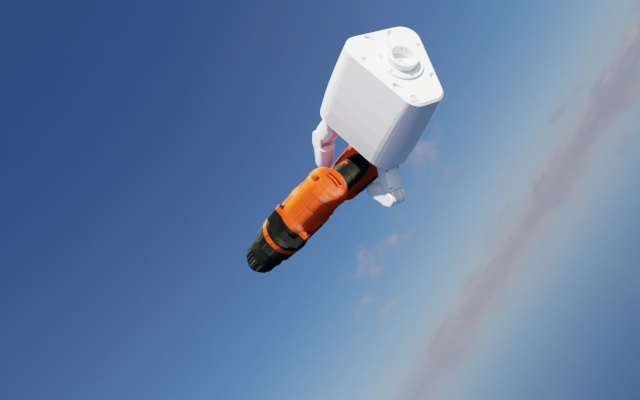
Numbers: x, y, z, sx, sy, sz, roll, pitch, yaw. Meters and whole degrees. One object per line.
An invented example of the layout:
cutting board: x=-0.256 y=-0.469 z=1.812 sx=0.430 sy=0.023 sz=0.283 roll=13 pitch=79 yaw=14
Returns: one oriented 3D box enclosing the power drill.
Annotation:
power drill: x=0.000 y=0.002 z=0.592 sx=0.184 sy=0.057 sz=0.187 roll=-44 pitch=-1 yaw=41
